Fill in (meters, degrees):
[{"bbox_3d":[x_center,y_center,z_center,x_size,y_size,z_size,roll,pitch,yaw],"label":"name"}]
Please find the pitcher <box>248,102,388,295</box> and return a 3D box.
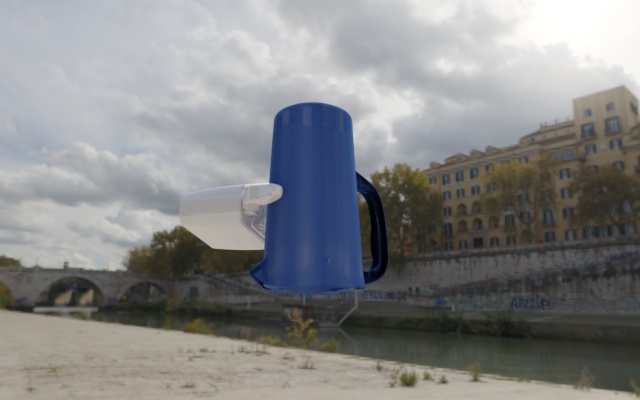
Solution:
[{"bbox_3d":[0.000,0.002,0.635,0.145,0.242,0.149,-6,-13,25],"label":"pitcher"}]
